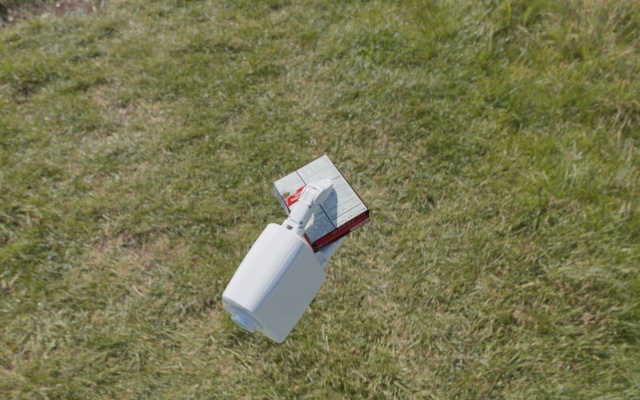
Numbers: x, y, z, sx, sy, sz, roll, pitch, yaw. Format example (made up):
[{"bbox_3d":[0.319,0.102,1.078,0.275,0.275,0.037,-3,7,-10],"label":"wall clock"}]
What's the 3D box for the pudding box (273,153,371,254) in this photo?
[{"bbox_3d":[0.000,0.002,0.641,0.090,0.113,0.039,-29,-26,-11],"label":"pudding box"}]
